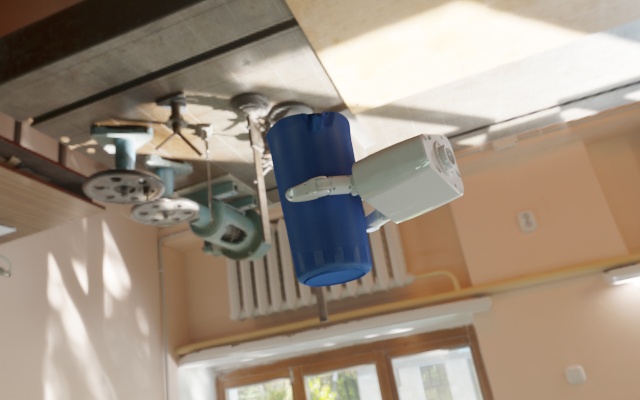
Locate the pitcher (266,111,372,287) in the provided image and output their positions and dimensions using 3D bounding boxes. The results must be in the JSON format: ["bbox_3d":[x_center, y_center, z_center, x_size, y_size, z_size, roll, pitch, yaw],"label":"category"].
[{"bbox_3d":[0.000,0.002,0.719,0.145,0.242,0.149,-24,-25,31],"label":"pitcher"}]
